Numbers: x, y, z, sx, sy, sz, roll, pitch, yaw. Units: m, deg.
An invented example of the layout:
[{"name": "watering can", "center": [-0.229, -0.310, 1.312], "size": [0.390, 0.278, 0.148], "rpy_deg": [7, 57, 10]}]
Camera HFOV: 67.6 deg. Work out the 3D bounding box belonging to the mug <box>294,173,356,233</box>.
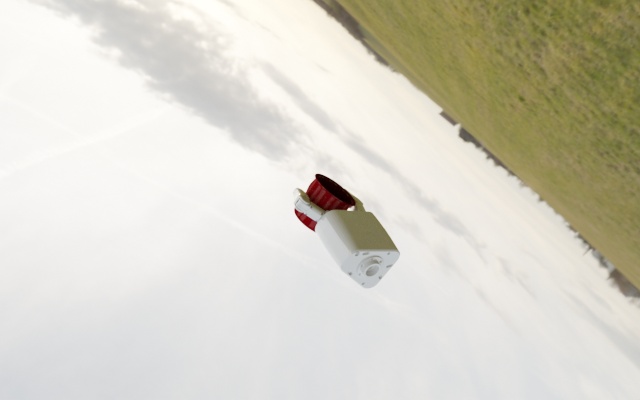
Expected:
[{"name": "mug", "center": [-0.001, 0.002, 0.896], "size": [0.093, 0.081, 0.117], "rpy_deg": [25, 21, -37]}]
